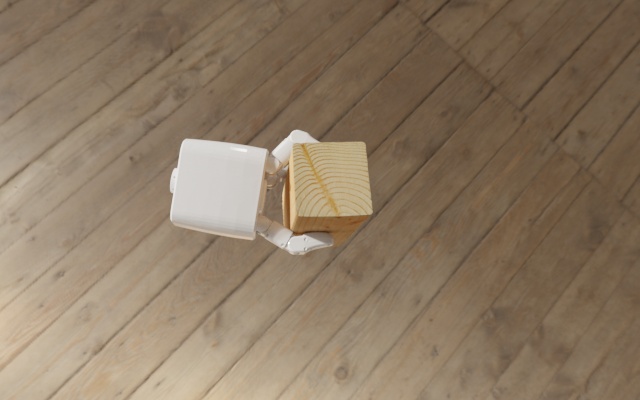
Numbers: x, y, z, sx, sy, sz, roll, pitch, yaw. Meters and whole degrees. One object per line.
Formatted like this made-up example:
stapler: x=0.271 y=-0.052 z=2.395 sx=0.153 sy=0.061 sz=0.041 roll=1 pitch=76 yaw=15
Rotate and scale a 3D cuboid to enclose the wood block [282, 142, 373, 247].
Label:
wood block: x=0.000 y=0.002 z=0.643 sx=0.090 sy=0.090 sz=0.206 roll=-2 pitch=-15 yaw=-8
